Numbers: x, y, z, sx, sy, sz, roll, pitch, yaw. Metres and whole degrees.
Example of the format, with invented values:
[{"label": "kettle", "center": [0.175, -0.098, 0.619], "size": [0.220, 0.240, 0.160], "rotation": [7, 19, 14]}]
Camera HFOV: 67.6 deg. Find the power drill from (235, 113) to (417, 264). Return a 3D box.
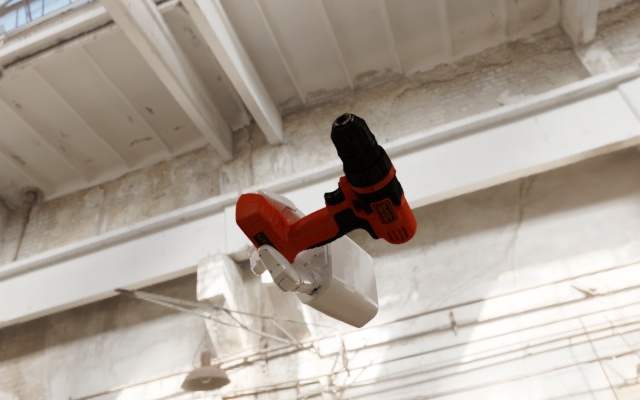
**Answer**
[{"label": "power drill", "center": [0.000, 0.002, 0.547], "size": [0.187, 0.184, 0.057], "rotation": [-18, 38, 19]}]
